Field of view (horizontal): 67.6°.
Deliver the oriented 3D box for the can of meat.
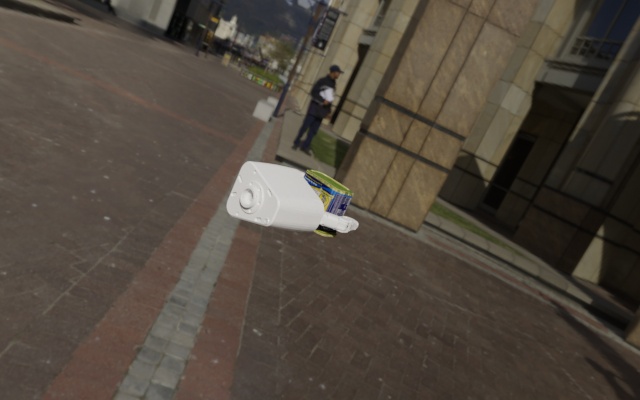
[{"bbox_3d":[0.000,0.002,0.834,0.057,0.084,0.102,10,19,-49],"label":"can of meat"}]
